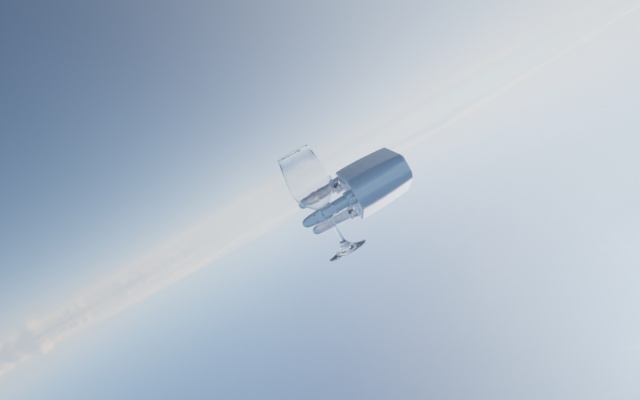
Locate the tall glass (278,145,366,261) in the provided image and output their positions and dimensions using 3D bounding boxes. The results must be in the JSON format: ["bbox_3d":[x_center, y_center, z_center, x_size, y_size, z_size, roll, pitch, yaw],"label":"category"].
[{"bbox_3d":[0.000,0.003,0.846,0.079,0.201,0.079,-30,3,2],"label":"tall glass"}]
